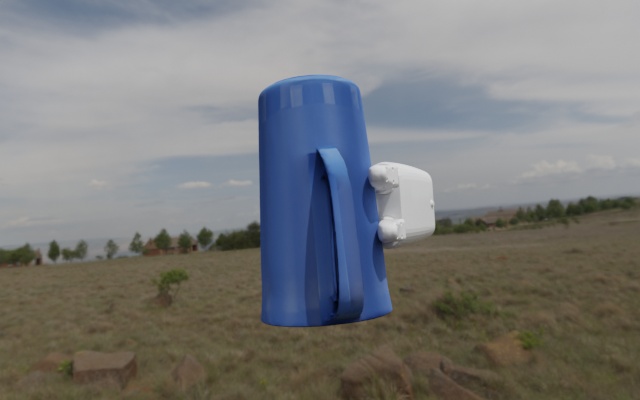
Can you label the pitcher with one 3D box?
[{"bbox_3d":[0.000,0.002,0.485,0.149,0.243,0.145,-7,-4,34],"label":"pitcher"}]
